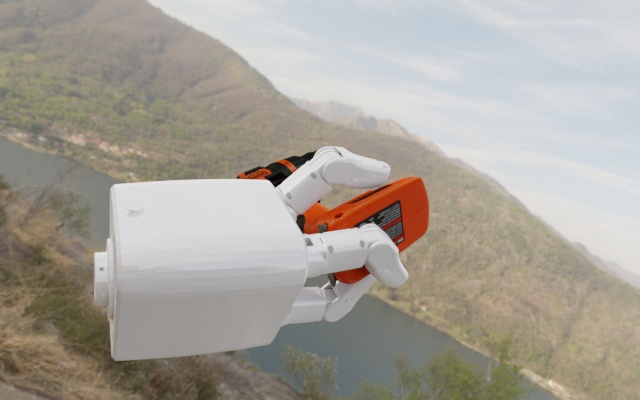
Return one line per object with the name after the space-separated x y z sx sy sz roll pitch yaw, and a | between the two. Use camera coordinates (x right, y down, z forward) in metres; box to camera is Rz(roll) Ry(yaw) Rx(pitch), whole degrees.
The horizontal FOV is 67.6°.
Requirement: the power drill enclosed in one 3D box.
0.000 0.002 0.430 0.184 0.057 0.187 -29 27 -35 | power drill
